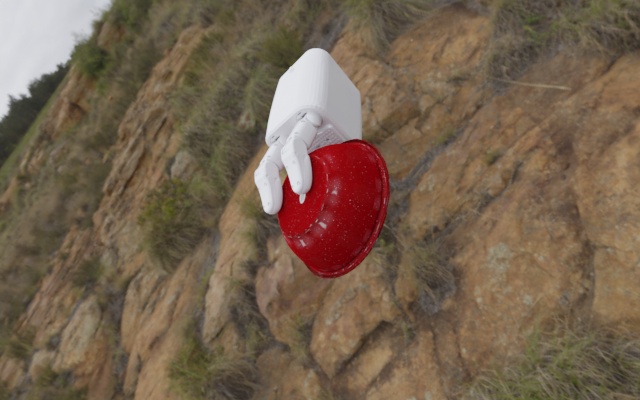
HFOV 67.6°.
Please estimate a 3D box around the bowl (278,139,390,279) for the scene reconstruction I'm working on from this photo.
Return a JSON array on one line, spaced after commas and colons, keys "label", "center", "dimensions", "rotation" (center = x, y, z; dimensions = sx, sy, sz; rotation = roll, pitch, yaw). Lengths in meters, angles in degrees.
[{"label": "bowl", "center": [0.000, 0.003, 0.523], "dimensions": [0.055, 0.162, 0.162], "rotation": [17, -10, -35]}]
